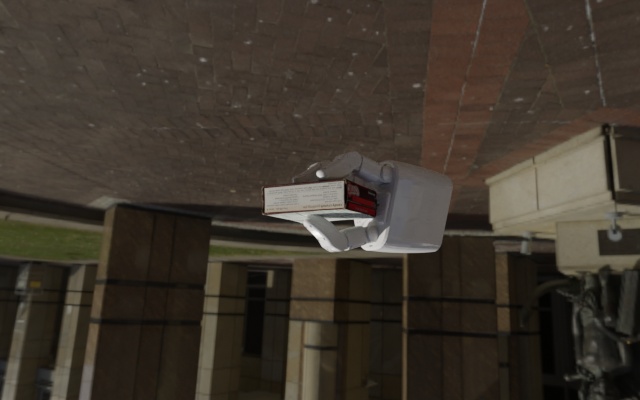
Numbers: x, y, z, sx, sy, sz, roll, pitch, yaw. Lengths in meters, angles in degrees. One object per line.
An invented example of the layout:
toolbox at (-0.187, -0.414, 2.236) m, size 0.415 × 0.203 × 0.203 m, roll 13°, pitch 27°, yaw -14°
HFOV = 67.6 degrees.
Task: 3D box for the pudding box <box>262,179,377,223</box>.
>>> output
pudding box at (0.000, 0.002, 0.572) m, size 0.113 × 0.039 × 0.090 m, roll -6°, pitch -12°, yaw 27°
